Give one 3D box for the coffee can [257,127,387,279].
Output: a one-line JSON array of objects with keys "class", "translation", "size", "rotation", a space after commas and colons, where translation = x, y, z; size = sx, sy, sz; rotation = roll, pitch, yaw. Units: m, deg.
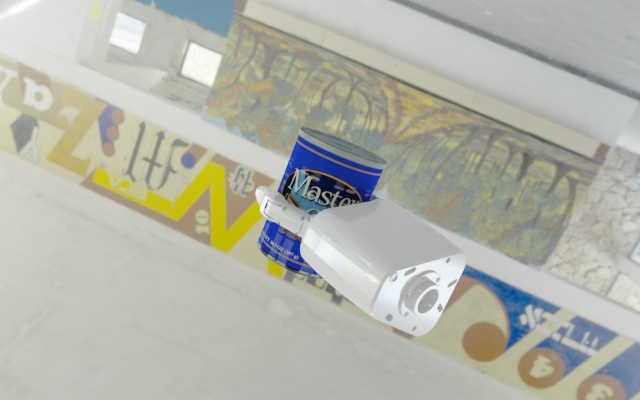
[{"class": "coffee can", "translation": [0.000, 0.002, 0.538], "size": [0.103, 0.140, 0.102], "rotation": [21, 13, -5]}]
